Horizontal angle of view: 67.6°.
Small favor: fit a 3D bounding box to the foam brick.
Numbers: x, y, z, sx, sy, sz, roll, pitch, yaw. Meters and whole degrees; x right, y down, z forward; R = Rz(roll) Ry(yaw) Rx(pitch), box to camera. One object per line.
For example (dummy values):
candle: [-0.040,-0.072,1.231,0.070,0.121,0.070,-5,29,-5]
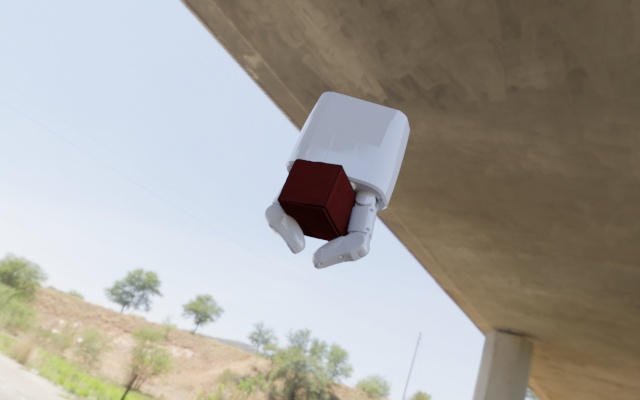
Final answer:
foam brick: [0.000,0.002,0.485,0.053,0.051,0.078,11,-26,25]
